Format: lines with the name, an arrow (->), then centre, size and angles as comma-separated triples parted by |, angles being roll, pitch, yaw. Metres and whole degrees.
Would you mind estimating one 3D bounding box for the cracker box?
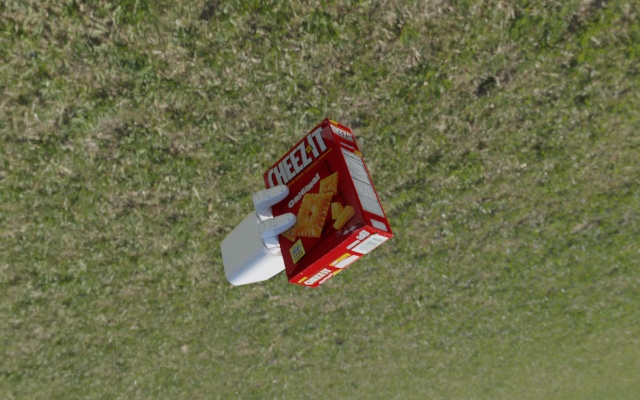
cracker box -> 0.000, 0.003, 0.749 | 0.164, 0.213, 0.072 | -38, -38, 28
